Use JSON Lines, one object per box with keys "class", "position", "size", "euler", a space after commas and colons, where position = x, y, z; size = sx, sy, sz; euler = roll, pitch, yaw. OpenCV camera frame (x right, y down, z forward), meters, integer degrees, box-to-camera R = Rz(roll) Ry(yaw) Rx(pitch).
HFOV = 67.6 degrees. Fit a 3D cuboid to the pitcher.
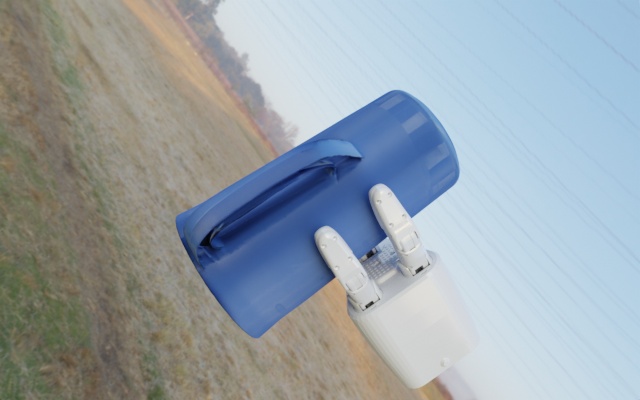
{"class": "pitcher", "position": [0.000, 0.002, 0.433], "size": [0.243, 0.145, 0.149], "euler": [-35, 20, -4]}
